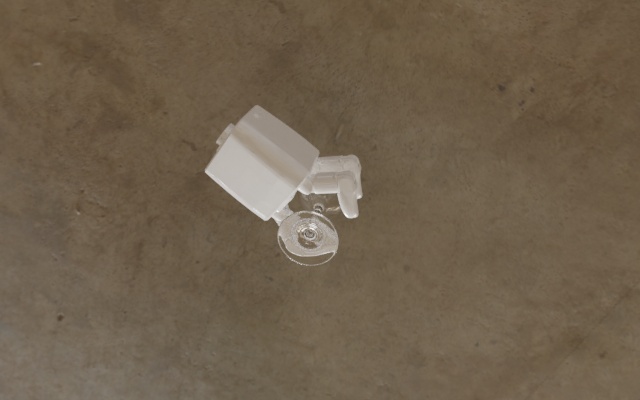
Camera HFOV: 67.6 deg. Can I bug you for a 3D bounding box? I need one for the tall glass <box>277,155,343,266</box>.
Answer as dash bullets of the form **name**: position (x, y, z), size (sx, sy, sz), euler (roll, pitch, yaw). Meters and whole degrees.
- **tall glass**: position (0.000, 0.003, 0.651), size (0.079, 0.079, 0.201), euler (0, 26, 10)
